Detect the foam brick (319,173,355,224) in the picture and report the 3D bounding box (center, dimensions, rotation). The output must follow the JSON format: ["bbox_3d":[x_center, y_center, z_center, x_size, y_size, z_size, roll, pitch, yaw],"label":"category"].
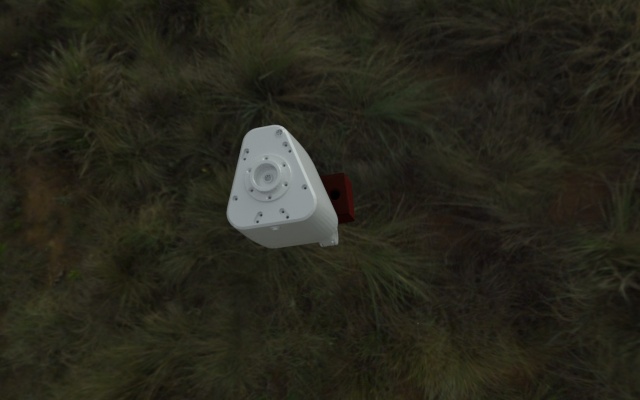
[{"bbox_3d":[0.000,0.002,0.593,0.078,0.053,0.051,-9,-15,9],"label":"foam brick"}]
